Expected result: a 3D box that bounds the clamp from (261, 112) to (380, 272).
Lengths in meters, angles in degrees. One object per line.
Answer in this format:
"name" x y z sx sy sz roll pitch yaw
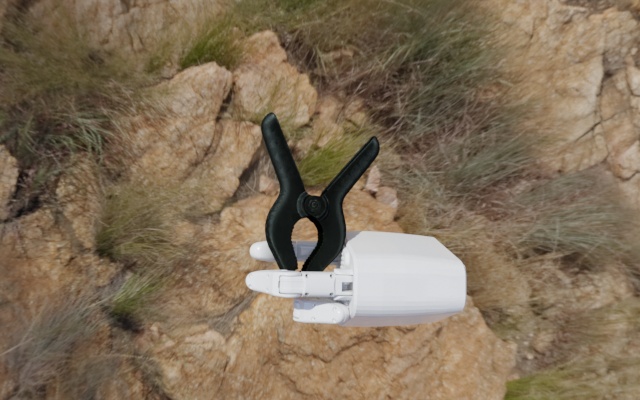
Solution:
"clamp" 0.000 0.002 0.466 0.120 0.171 0.039 2 -4 -7
